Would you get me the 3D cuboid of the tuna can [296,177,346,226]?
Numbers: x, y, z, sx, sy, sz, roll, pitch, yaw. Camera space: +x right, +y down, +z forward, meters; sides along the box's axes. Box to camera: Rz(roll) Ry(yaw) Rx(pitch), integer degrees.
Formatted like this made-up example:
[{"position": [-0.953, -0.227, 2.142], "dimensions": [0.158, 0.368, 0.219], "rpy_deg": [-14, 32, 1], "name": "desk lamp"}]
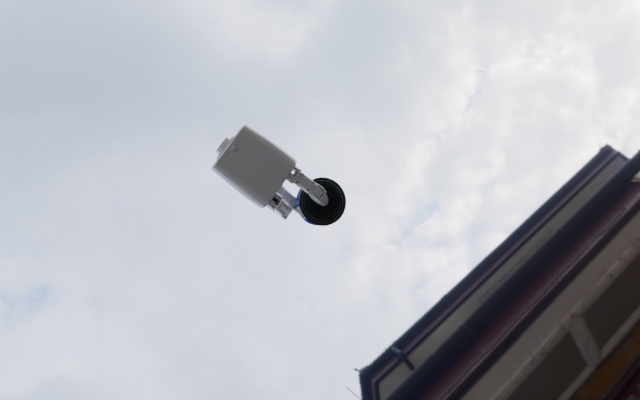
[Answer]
[{"position": [0.000, 0.003, 0.853], "dimensions": [0.086, 0.086, 0.034], "rpy_deg": [0, -3, -16], "name": "tuna can"}]
